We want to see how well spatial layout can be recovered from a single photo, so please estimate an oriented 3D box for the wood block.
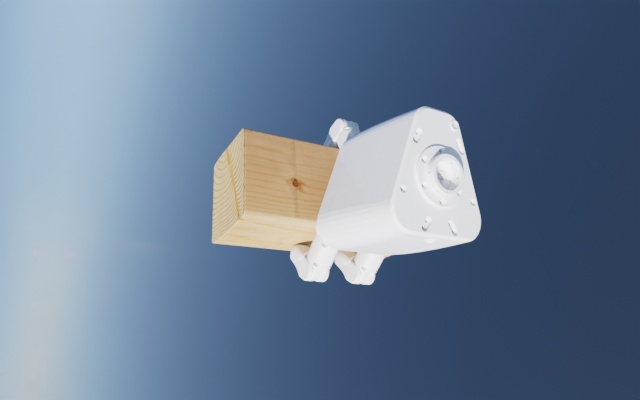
[{"bbox_3d":[0.000,0.001,0.506,0.206,0.090,0.090,9,-26,-28],"label":"wood block"}]
